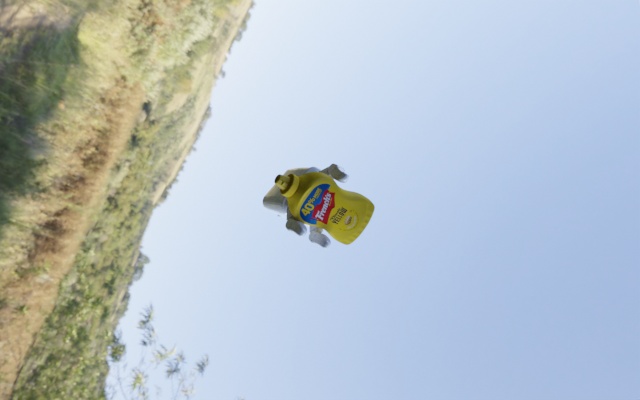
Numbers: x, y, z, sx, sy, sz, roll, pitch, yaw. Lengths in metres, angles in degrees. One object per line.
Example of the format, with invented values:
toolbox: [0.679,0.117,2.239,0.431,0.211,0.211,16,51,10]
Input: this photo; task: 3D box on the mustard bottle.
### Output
mustard bottle: [0.000,0.003,0.854,0.192,0.096,0.058,29,13,-28]
